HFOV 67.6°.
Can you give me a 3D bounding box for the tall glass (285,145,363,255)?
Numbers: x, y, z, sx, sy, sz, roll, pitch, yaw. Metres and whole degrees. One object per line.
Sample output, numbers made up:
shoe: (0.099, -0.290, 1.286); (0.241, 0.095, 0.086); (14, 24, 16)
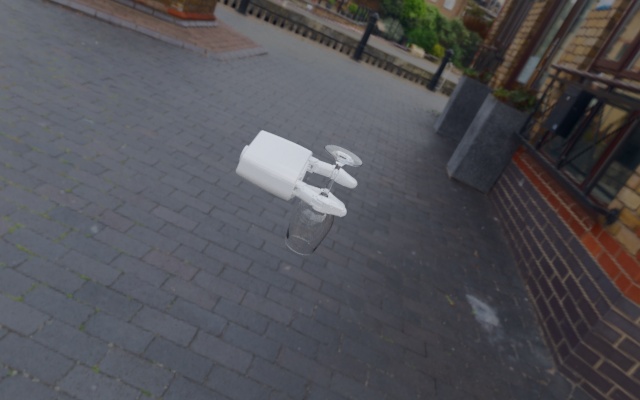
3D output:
tall glass: (0.001, 0.002, 0.875); (0.079, 0.201, 0.079); (22, 23, -10)
